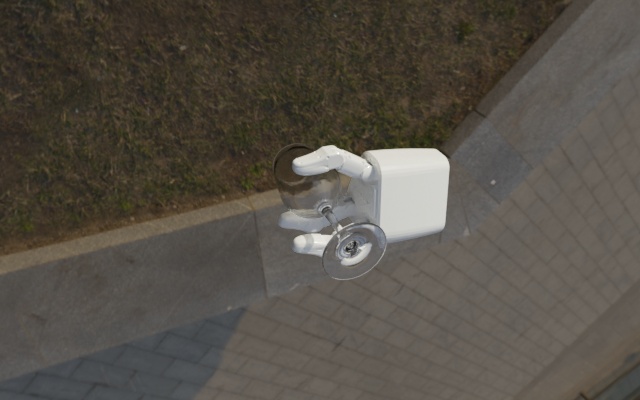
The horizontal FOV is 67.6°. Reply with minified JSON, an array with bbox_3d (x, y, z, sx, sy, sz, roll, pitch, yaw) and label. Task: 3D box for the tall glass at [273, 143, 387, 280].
[{"bbox_3d":[0.000,0.002,0.572,0.079,0.079,0.201,0,32,-26],"label":"tall glass"}]
